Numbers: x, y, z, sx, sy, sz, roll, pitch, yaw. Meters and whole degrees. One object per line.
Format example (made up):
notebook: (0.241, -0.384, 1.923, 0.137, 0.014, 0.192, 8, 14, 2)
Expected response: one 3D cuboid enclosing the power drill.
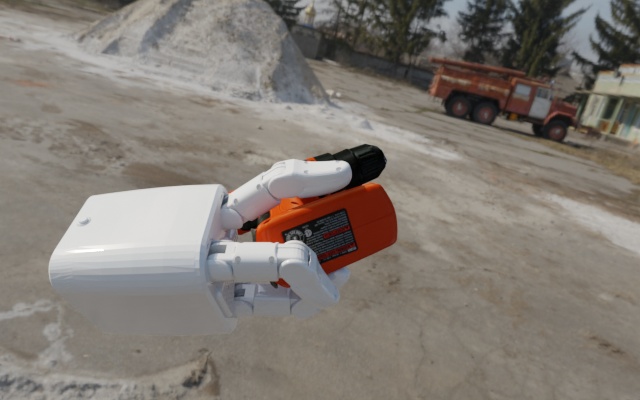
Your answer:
power drill: (0.000, 0.002, 0.434, 0.184, 0.057, 0.187, -23, 16, -8)
